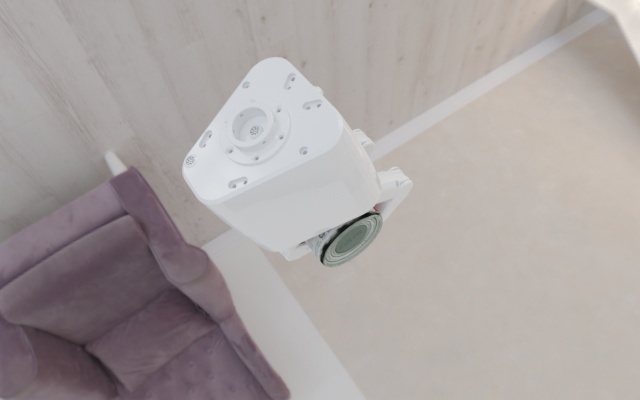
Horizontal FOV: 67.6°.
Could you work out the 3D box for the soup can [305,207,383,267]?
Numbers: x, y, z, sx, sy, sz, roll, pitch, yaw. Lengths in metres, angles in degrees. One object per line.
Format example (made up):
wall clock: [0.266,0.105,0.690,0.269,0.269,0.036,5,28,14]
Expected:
soup can: [0.000,0.002,0.435,0.068,0.068,0.102,0,43,-51]
